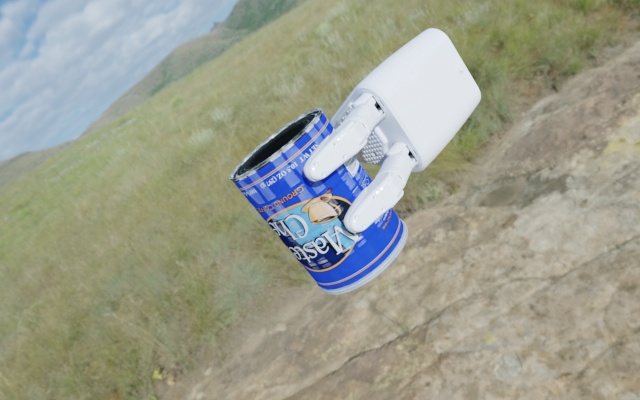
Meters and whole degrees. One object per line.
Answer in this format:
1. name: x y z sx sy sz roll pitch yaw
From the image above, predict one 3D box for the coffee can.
1. coffee can: 0.000 0.002 0.442 0.103 0.140 0.102 -34 17 12
